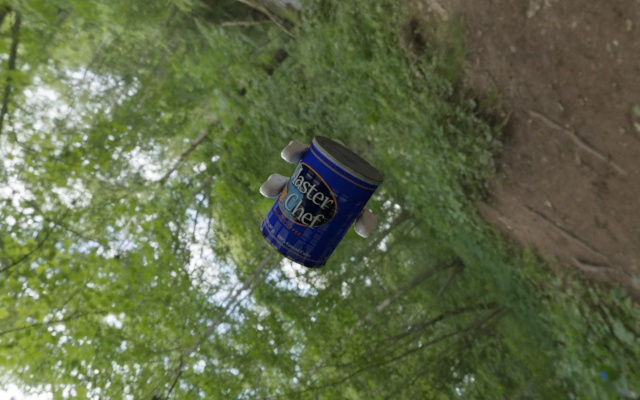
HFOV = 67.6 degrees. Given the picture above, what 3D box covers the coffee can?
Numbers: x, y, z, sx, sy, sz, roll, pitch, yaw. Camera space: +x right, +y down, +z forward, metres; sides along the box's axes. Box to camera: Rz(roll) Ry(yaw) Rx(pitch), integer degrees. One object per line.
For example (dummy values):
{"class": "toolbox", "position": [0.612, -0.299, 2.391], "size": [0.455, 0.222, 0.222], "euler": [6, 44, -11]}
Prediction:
{"class": "coffee can", "position": [0.000, 0.002, 0.619], "size": [0.103, 0.140, 0.102], "euler": [30, 17, -10]}
